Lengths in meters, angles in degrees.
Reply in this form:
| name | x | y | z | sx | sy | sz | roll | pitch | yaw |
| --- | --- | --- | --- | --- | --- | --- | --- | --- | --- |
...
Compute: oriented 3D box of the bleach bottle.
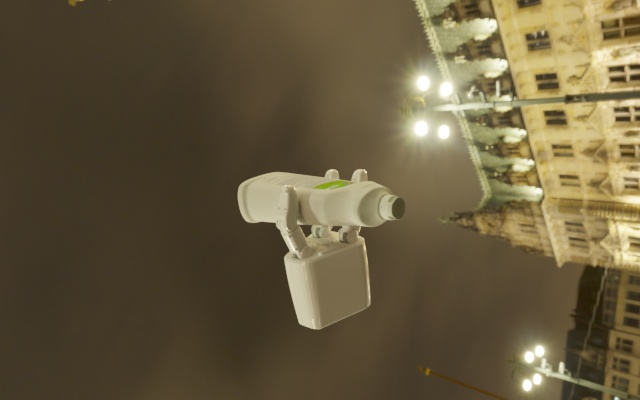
| name | x | y | z | sx | sy | sz | roll | pitch | yaw |
| --- | --- | --- | --- | --- | --- | --- | --- | --- | --- |
| bleach bottle | 0.000 | 0.002 | 0.661 | 0.251 | 0.068 | 0.102 | 6 | 22 | 44 |
